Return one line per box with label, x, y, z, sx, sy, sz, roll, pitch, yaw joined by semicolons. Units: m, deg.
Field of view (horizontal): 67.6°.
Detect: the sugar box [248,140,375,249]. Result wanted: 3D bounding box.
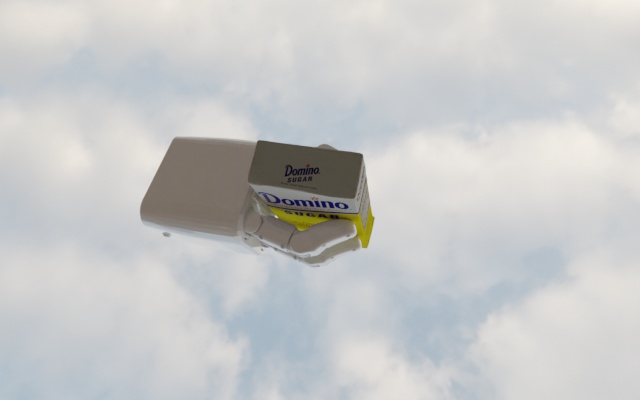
sugar box;0.000;0.002;0.463;0.093;0.048;0.176;9;-14;13
